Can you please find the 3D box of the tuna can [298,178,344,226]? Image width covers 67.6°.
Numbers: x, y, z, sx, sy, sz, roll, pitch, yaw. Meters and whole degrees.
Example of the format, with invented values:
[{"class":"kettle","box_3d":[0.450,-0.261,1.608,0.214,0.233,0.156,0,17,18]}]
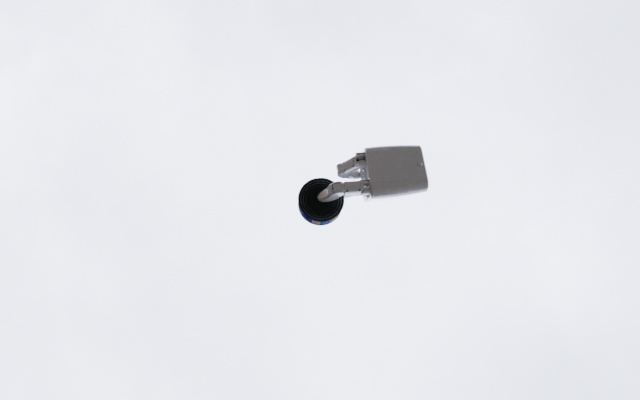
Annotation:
[{"class":"tuna can","box_3d":[0.000,0.003,0.895,0.086,0.086,0.034,0,-19,-5]}]
